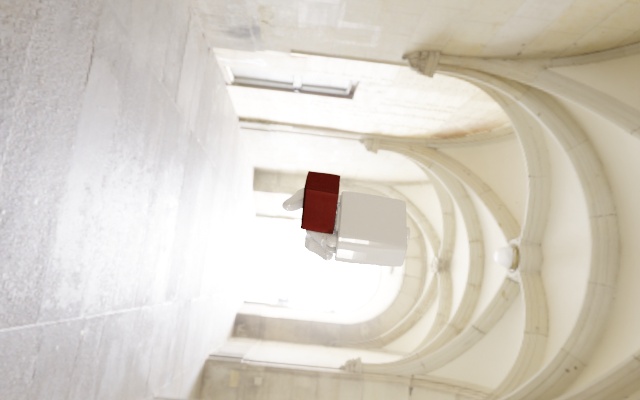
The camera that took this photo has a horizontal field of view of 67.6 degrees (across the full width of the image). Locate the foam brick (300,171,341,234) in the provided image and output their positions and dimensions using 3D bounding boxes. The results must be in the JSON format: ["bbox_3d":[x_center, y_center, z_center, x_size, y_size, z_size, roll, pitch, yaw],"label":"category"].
[{"bbox_3d":[0.000,0.002,0.721,0.051,0.078,0.053,8,36,1],"label":"foam brick"}]
